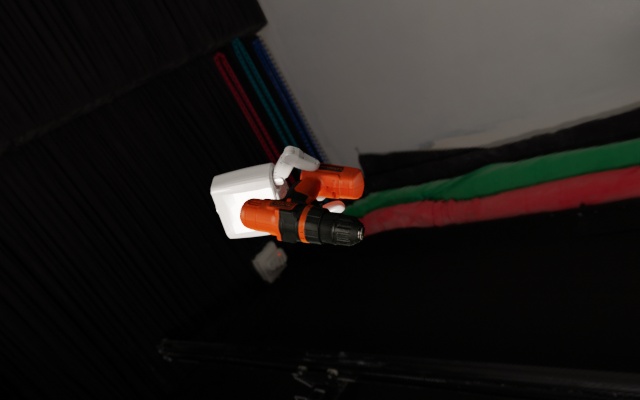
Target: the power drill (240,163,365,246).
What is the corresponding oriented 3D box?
[{"bbox_3d":[0.000,0.002,0.712,0.184,0.057,0.187,10,26,22],"label":"power drill"}]
